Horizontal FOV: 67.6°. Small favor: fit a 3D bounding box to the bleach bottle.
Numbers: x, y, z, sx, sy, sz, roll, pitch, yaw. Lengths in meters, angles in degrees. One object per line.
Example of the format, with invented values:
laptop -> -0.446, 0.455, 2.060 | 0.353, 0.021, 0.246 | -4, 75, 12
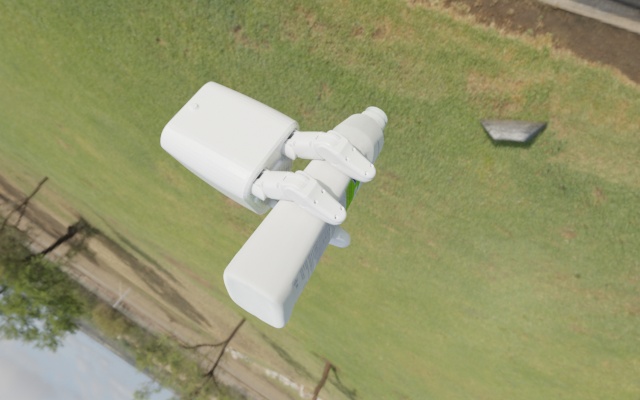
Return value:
bleach bottle -> 0.000, 0.002, 0.496 | 0.068, 0.250, 0.103 | 28, -26, 12
